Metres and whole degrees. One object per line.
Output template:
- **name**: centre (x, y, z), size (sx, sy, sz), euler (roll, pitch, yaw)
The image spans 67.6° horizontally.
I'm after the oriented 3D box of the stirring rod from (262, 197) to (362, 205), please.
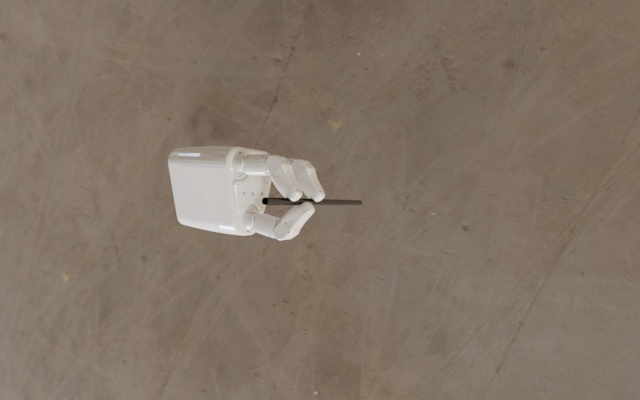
- **stirring rod**: centre (0.000, 0.002, 0.608), size (0.011, 0.011, 0.239), euler (0, -1, 29)
